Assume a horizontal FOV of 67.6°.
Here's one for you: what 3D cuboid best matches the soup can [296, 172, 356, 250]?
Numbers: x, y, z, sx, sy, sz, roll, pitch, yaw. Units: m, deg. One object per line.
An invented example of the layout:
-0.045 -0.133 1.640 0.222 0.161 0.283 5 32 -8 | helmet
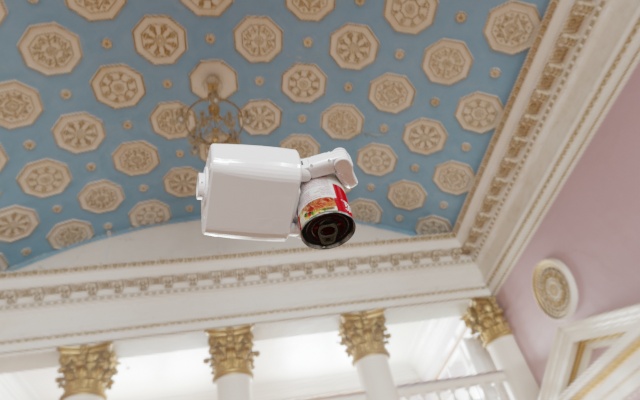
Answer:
0.001 0.002 0.605 0.068 0.102 0.069 -8 -44 -7 | soup can
